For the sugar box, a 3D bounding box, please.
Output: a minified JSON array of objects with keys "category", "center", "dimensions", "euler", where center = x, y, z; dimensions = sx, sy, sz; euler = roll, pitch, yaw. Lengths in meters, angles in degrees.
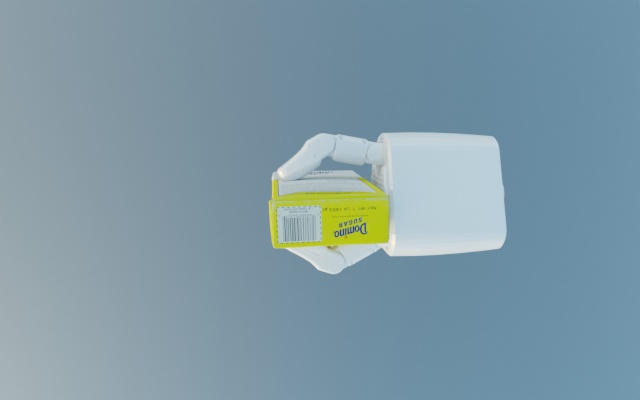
[{"category":"sugar box","center":[0.000,0.002,0.448],"dimensions":[0.093,0.048,0.176],"euler":[-1,8,-4]}]
